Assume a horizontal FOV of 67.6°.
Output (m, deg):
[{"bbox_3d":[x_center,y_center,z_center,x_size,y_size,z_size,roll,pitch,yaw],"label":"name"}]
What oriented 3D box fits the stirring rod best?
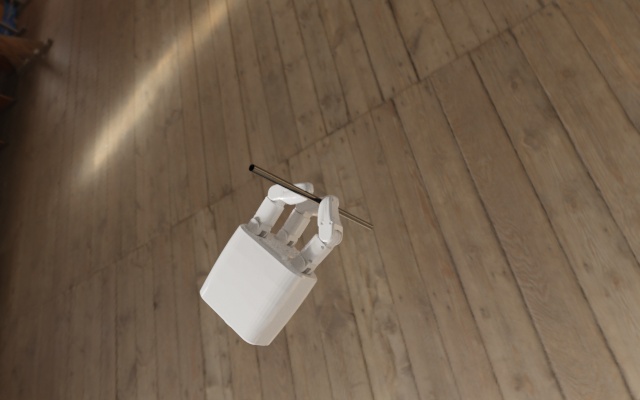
[{"bbox_3d":[0.000,0.002,0.578,0.011,0.011,0.239,0,-17,38],"label":"stirring rod"}]
